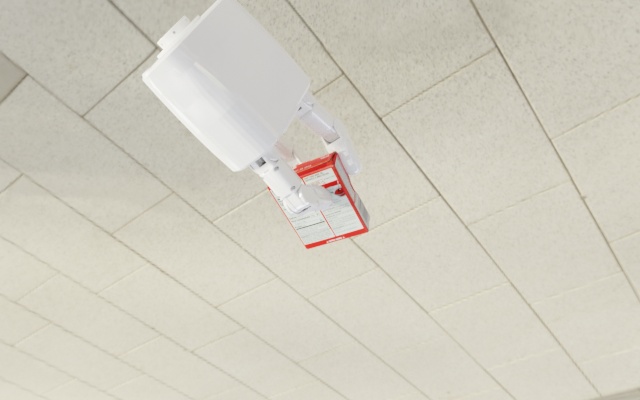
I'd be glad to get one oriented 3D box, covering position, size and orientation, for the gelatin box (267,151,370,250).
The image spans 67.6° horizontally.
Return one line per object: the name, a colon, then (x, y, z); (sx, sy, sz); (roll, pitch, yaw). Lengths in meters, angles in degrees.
gelatin box: (0.000, 0.002, 0.485); (0.073, 0.089, 0.030); (-18, 30, 21)
